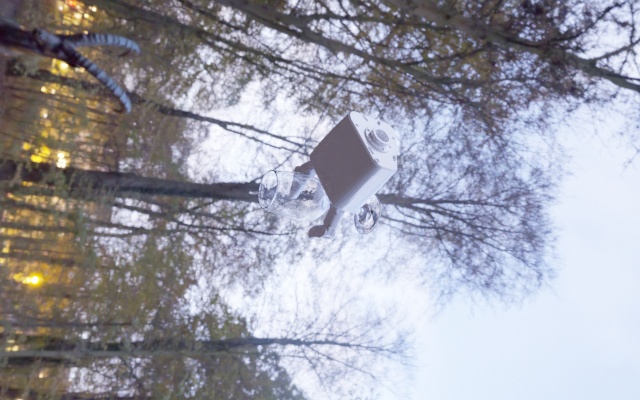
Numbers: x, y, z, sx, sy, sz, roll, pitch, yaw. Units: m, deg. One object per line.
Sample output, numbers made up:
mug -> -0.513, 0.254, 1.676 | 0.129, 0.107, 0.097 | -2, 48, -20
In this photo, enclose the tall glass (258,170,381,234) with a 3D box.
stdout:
tall glass -> 0.001, 0.003, 0.784 | 0.201, 0.079, 0.079 | 14, -7, -32
